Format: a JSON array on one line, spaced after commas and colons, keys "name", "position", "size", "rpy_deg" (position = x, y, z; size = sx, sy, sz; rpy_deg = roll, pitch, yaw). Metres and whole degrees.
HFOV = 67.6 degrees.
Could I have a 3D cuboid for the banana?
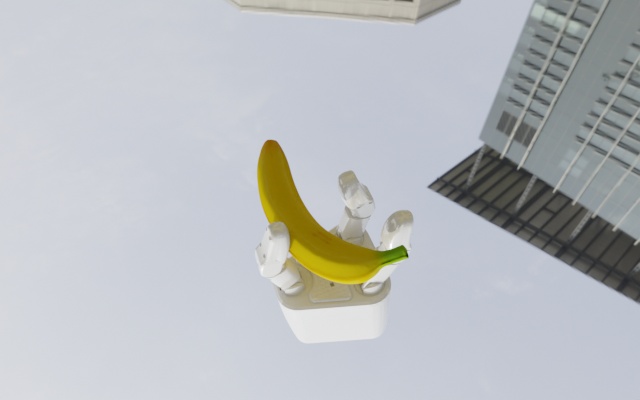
[{"name": "banana", "position": [-0.011, 0.016, 0.437], "size": [0.197, 0.069, 0.037], "rpy_deg": [41, -13, 33]}]
